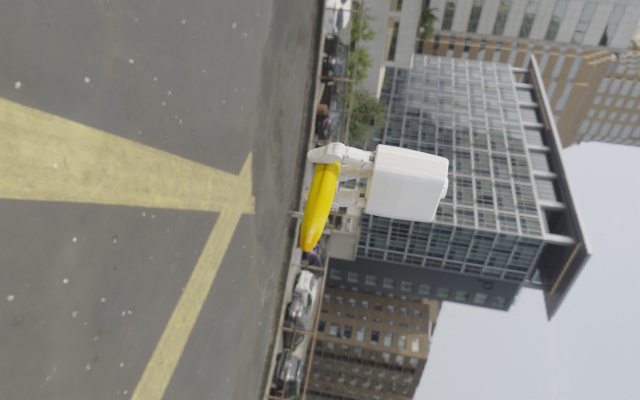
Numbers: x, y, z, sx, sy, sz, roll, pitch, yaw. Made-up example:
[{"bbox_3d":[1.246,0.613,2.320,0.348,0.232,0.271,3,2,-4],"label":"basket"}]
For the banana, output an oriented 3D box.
[{"bbox_3d":[0.003,-0.013,0.714,0.037,0.070,0.197,12,43,2],"label":"banana"}]
